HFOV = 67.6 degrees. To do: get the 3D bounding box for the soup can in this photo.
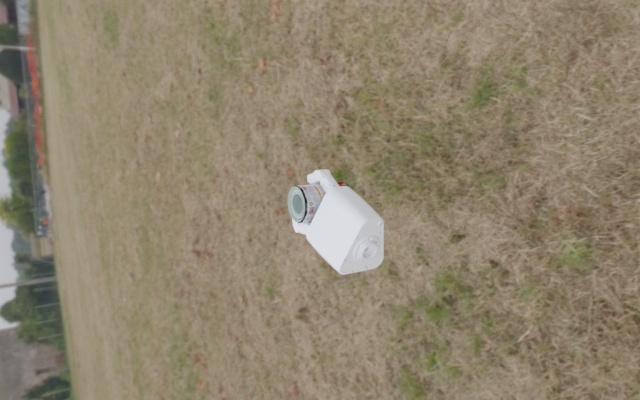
[{"bbox_3d":[0.000,0.003,0.868,0.102,0.068,0.068,-6,3,-31],"label":"soup can"}]
